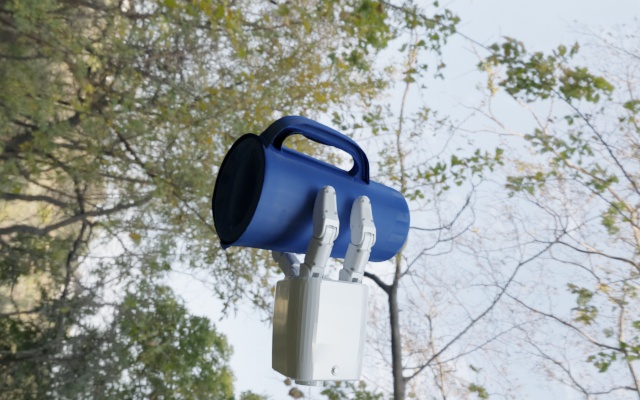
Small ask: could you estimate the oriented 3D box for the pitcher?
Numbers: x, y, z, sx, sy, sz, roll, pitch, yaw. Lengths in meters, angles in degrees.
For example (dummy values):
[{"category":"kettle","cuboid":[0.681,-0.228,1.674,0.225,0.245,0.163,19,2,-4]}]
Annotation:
[{"category":"pitcher","cuboid":[0.000,0.002,0.603,0.243,0.145,0.149,14,-19,-33]}]
